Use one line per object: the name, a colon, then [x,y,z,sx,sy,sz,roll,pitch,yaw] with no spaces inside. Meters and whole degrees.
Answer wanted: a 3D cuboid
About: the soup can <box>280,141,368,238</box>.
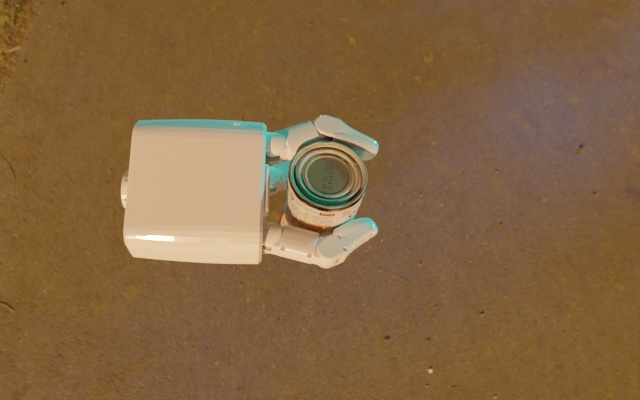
soup can: [0.001,0.001,0.429,0.068,0.068,0.102,0,-28,-9]
